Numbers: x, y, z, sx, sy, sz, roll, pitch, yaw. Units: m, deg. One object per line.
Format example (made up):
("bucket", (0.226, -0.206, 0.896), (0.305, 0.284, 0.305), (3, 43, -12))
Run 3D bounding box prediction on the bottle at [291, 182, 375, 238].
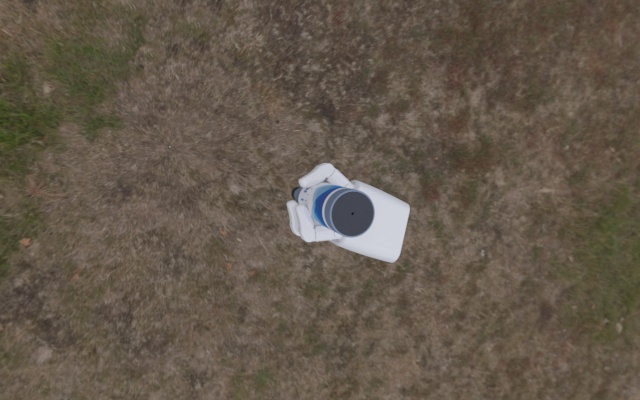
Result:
("bottle", (0.000, 0.003, 0.789), (0.069, 0.069, 0.295), (0, 6, -17))
